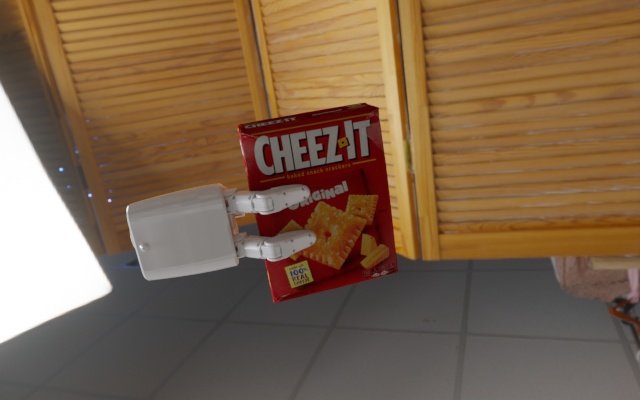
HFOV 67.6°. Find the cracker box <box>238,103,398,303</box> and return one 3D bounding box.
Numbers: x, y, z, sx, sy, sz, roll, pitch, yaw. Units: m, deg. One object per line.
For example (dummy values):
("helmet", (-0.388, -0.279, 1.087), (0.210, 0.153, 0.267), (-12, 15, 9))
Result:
("cracker box", (0.000, 0.002, 0.584), (0.164, 0.214, 0.072), (-12, 17, -8))
